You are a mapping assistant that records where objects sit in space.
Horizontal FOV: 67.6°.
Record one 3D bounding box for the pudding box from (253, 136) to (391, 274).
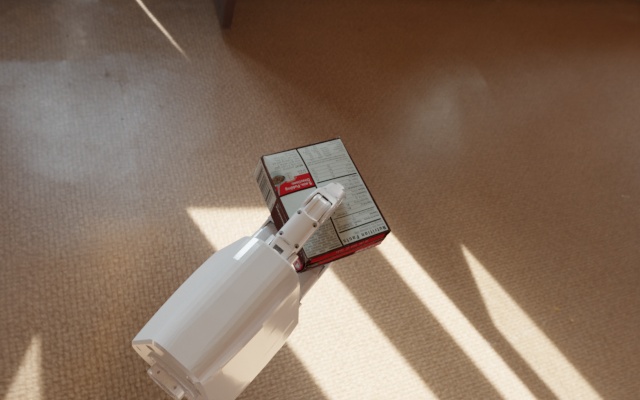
[{"bbox_3d":[0.000,0.001,0.447,0.090,0.113,0.039,-16,-21,-25],"label":"pudding box"}]
